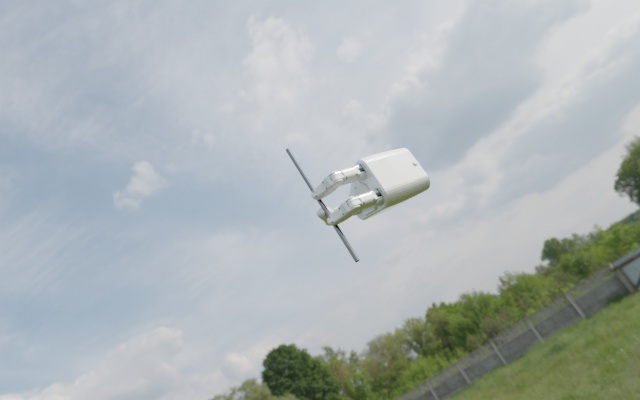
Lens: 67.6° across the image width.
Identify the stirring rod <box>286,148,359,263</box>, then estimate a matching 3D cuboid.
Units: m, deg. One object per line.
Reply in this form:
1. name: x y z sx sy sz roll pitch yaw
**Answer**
1. stirring rod: 0.000 0.003 0.807 0.011 0.239 0.011 -27 -23 -13
